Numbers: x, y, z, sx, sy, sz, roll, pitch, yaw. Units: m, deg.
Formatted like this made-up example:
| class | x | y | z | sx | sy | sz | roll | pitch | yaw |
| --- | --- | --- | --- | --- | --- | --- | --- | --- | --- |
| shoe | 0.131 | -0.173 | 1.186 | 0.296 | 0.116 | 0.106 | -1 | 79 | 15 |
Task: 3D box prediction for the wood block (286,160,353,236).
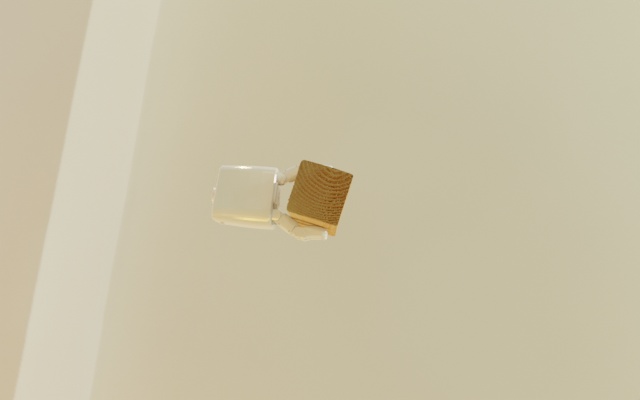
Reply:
| class | x | y | z | sx | sy | sz | roll | pitch | yaw |
| --- | --- | --- | --- | --- | --- | --- | --- | --- | --- |
| wood block | 0.000 | 0.002 | 0.864 | 0.090 | 0.091 | 0.206 | 17 | -8 | 3 |
